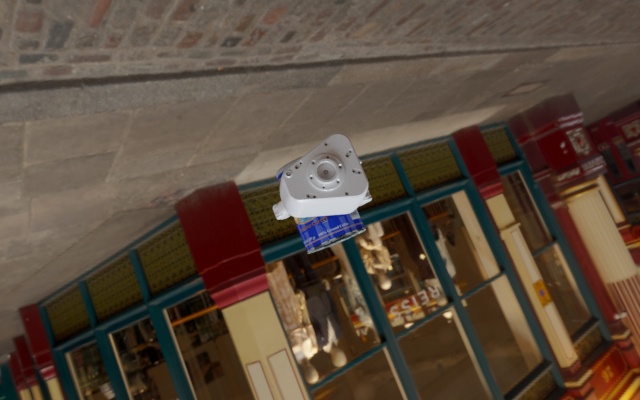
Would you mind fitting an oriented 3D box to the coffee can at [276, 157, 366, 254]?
[{"bbox_3d":[0.000,0.002,0.778,0.103,0.140,0.103,-22,-8,-3],"label":"coffee can"}]
